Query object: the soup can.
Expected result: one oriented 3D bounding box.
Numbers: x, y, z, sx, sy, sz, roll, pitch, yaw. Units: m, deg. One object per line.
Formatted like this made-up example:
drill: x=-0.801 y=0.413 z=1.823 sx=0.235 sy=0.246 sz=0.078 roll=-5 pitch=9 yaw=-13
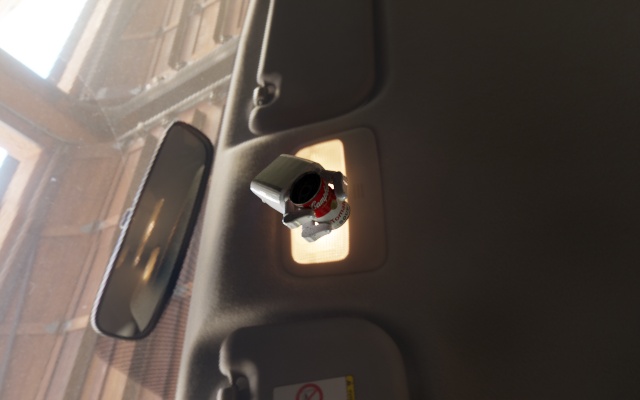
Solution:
soup can: x=0.001 y=0.003 z=0.858 sx=0.068 sy=0.068 sz=0.102 roll=0 pitch=-30 yaw=39
